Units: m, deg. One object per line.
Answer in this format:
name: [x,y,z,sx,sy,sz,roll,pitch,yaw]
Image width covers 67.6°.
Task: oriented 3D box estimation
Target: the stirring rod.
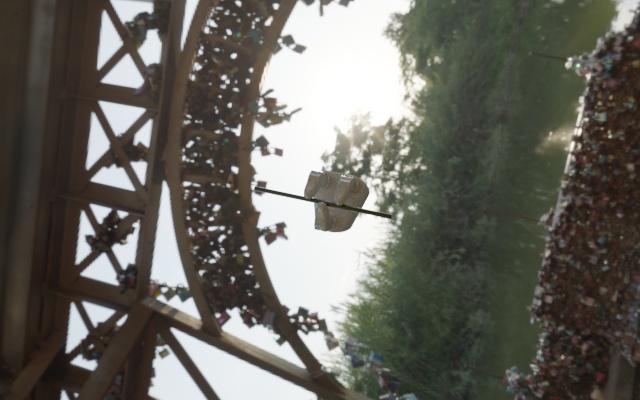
stirring rod: [0.000,0.003,0.799,0.239,0.011,0.011,12,3,14]
